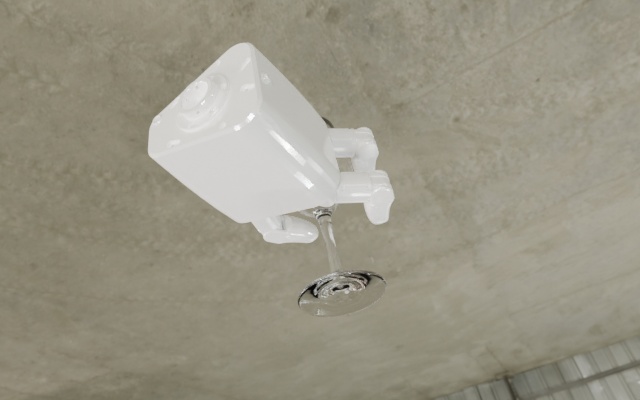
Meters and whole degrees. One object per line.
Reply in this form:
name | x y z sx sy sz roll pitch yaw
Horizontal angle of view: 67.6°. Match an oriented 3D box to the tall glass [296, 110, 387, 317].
tall glass | 0.000 0.002 0.451 0.079 0.200 0.079 -8 -38 -6
